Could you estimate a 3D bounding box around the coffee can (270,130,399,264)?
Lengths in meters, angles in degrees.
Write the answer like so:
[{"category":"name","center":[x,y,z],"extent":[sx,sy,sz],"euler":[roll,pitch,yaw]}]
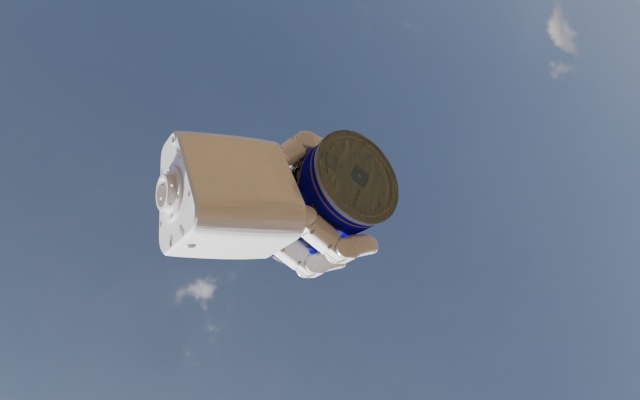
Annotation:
[{"category":"coffee can","center":[0.000,0.002,0.522],"extent":[0.103,0.102,0.140],"euler":[0,-23,-38]}]
